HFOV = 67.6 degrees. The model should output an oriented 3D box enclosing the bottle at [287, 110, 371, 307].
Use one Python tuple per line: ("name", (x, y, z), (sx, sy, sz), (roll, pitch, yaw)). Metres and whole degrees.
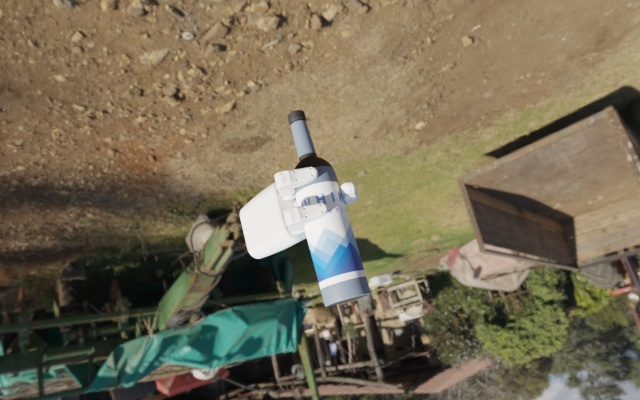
("bottle", (0.000, 0.003, 0.702), (0.069, 0.295, 0.069), (-15, -16, -4))
